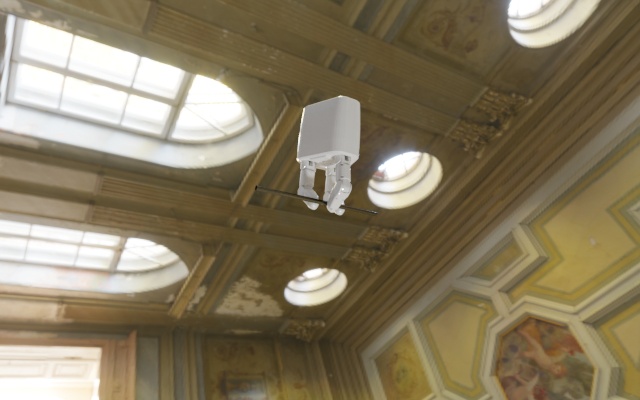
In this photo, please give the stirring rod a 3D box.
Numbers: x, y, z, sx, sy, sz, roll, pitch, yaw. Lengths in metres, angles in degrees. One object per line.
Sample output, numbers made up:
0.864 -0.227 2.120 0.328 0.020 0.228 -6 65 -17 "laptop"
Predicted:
0.000 0.003 0.815 0.239 0.011 0.011 12 -6 -30 "stirring rod"
